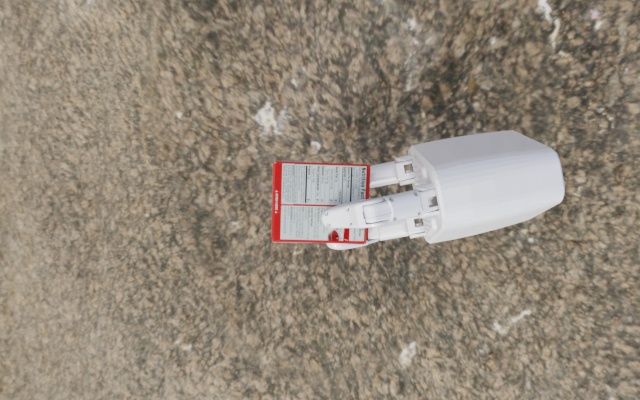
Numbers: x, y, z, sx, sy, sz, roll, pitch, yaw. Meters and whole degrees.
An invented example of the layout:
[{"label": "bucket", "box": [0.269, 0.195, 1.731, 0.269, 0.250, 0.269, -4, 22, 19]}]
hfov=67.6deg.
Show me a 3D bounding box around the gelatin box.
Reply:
[{"label": "gelatin box", "box": [0.000, 0.001, 0.439, 0.089, 0.073, 0.030, 1, 5, -4]}]
